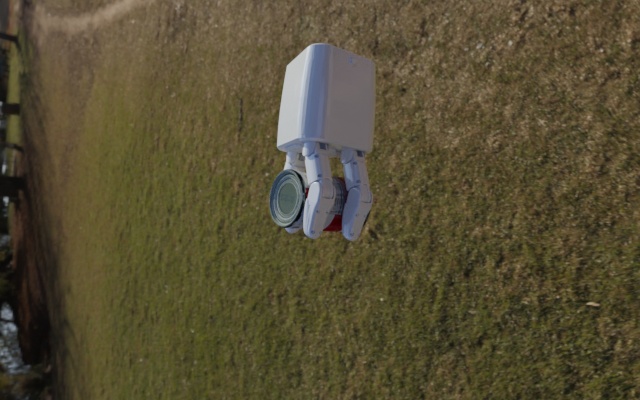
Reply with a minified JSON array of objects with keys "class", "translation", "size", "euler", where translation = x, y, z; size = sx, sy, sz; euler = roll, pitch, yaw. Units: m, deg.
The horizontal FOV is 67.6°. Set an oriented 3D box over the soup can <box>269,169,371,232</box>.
[{"class":"soup can","translation":[0.000,0.002,0.560],"size":[0.102,0.068,0.068],"euler":[7,-4,-38]}]
